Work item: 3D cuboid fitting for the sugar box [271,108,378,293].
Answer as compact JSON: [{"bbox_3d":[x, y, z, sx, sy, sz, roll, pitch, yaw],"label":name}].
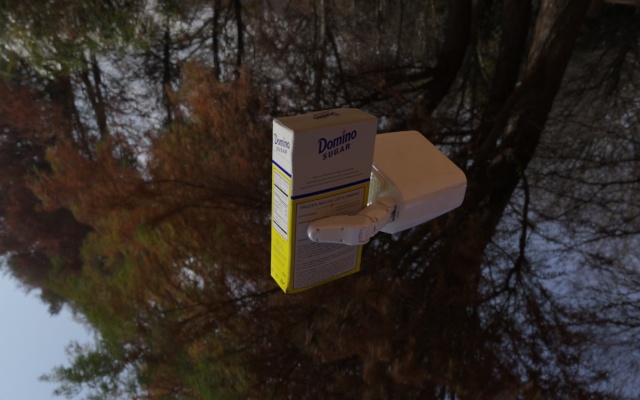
[{"bbox_3d":[0.000,0.001,0.472,0.093,0.176,0.048,-14,31,-30],"label":"sugar box"}]
